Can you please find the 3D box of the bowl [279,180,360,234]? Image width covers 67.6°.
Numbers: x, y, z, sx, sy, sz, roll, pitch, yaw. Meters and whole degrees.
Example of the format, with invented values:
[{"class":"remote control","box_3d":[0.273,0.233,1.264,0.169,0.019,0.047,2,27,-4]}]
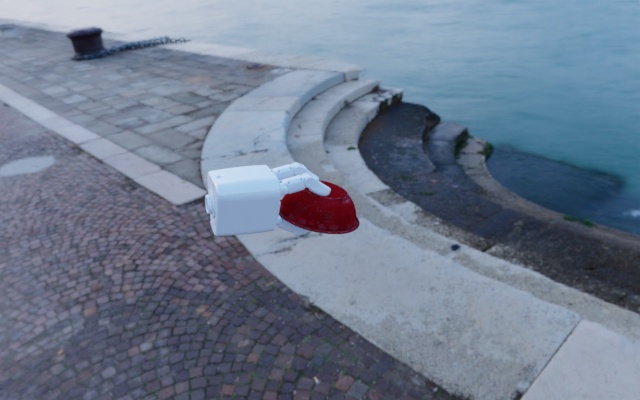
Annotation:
[{"class":"bowl","box_3d":[0.001,0.002,0.889,0.162,0.055,0.162,12,20,-4]}]
